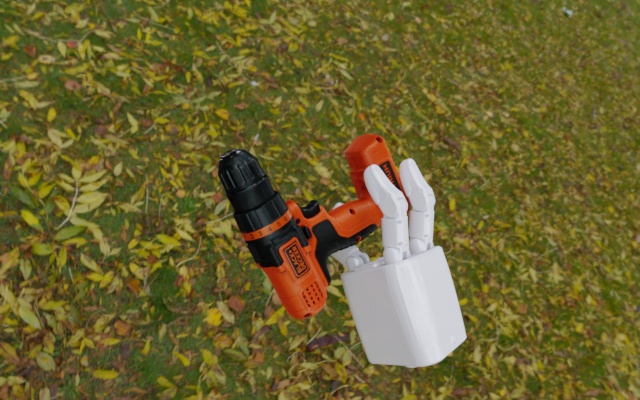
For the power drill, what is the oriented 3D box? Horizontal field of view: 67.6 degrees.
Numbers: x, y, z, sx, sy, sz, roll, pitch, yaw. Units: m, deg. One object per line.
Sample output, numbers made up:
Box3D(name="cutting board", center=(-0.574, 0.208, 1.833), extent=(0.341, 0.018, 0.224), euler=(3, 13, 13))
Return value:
Box3D(name="power drill", center=(0.001, 0.002, 0.504), extent=(0.187, 0.184, 0.057), euler=(-34, 19, -29))
